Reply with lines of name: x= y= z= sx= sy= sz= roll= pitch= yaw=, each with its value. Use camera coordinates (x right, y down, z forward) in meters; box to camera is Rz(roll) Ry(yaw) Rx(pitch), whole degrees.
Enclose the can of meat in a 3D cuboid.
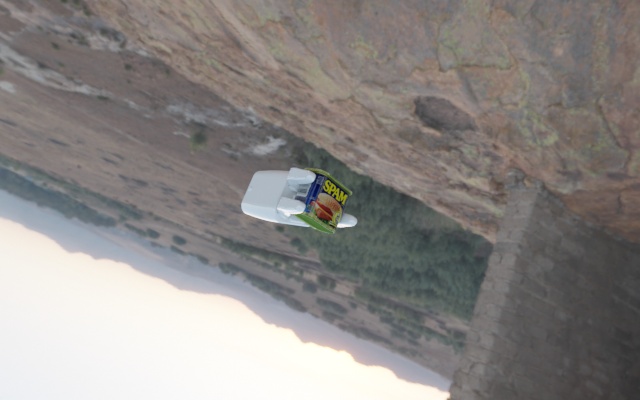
can of meat: x=0.000 y=0.003 z=0.845 sx=0.057 sy=0.084 sz=0.102 roll=10 pitch=-18 yaw=41
